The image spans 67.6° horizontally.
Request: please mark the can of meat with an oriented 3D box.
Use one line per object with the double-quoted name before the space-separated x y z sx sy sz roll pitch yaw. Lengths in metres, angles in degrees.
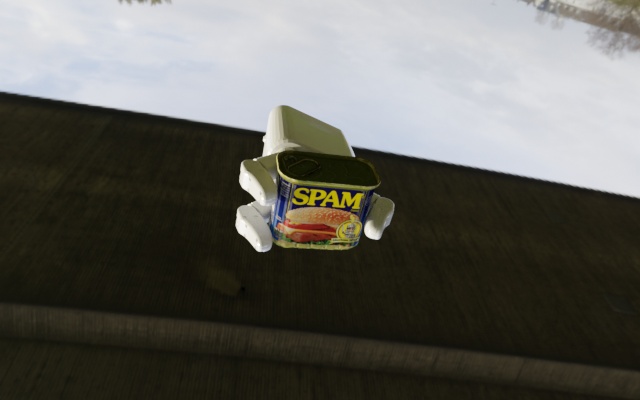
"can of meat" 0.000 0.002 0.488 0.102 0.084 0.057 5 34 -14
